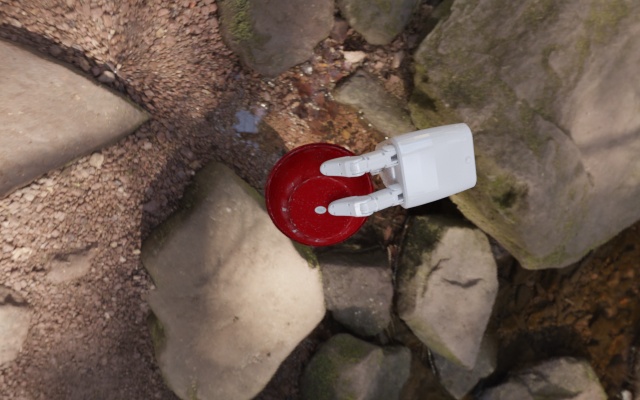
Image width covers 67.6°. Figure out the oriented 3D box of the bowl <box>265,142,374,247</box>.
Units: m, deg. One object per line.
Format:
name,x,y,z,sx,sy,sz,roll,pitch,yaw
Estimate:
bowl,-0.001,0.003,0.676,0.162,0.162,0.055,0,19,-3
